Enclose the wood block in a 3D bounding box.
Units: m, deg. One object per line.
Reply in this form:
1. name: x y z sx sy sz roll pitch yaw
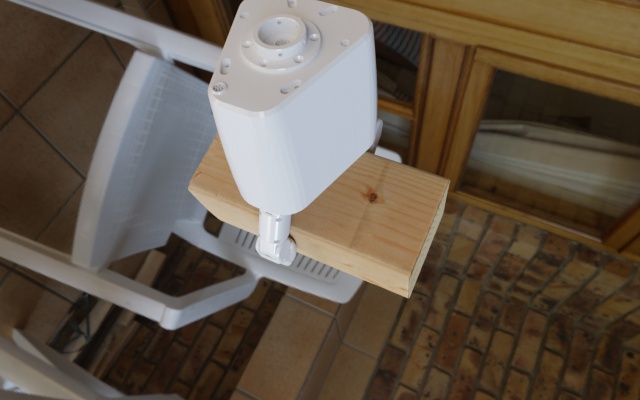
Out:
1. wood block: 0.000 0.002 0.437 0.206 0.090 0.090 21 -17 17
